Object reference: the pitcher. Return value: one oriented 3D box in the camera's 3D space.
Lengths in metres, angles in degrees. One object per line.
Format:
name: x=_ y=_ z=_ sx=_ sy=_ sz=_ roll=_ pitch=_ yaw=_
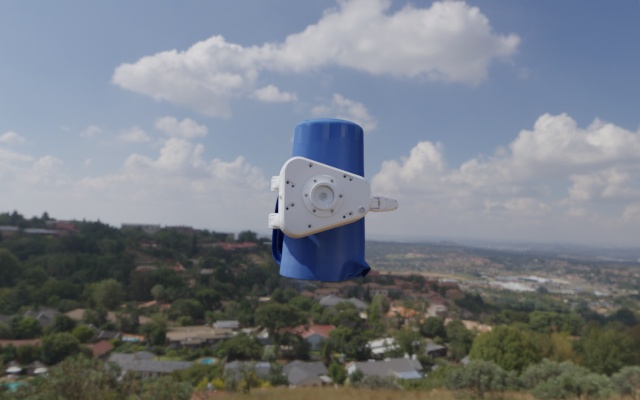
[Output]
pitcher: x=0.000 y=0.002 z=0.747 sx=0.149 sy=0.243 sz=0.145 roll=3 pitch=-3 yaw=-4
